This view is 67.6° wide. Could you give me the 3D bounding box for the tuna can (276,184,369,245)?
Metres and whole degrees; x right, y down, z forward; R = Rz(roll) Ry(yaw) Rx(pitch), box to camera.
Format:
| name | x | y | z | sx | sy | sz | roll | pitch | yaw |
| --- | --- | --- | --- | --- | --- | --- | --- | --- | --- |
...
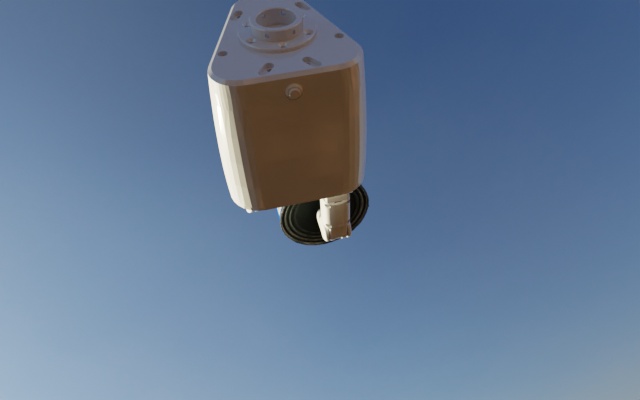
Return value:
| name | x | y | z | sx | sy | sz | roll | pitch | yaw |
| --- | --- | --- | --- | --- | --- | --- | --- | --- | --- |
| tuna can | 0.000 | 0.001 | 0.453 | 0.086 | 0.086 | 0.033 | 0 | 42 | -22 |
